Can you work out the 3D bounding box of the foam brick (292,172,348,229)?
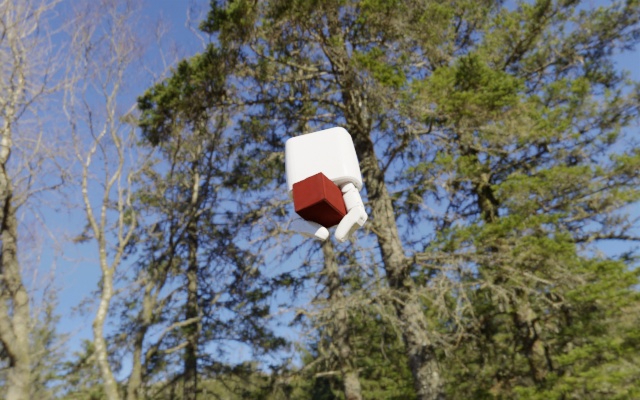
[{"bbox_3d":[0.000,0.002,0.717,0.053,0.051,0.078,-22,-34,21],"label":"foam brick"}]
